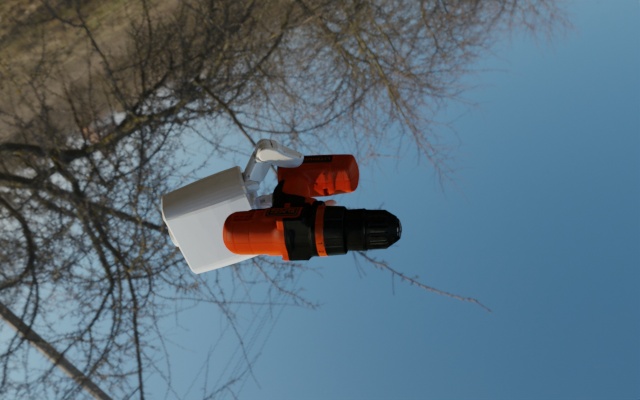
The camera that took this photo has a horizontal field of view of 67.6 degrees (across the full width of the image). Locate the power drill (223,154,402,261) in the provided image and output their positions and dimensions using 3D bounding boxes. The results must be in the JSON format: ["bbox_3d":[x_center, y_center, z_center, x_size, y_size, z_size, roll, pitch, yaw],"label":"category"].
[{"bbox_3d":[0.000,0.002,0.549,0.184,0.057,0.187,-1,24,10],"label":"power drill"}]
